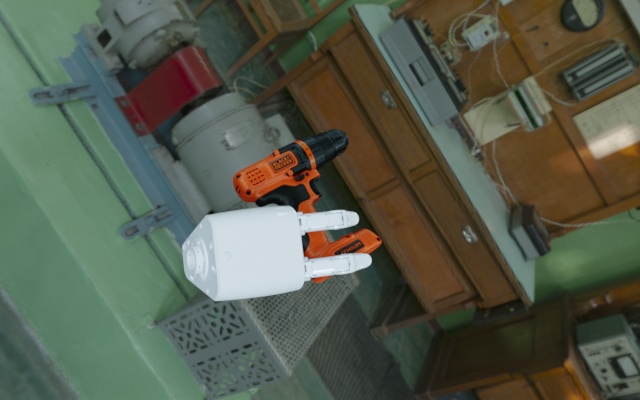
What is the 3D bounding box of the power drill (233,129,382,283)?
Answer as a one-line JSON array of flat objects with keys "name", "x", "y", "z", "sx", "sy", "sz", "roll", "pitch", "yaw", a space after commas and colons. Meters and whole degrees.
[{"name": "power drill", "x": 0.000, "y": 0.003, "z": 0.654, "sx": 0.184, "sy": 0.187, "sz": 0.057, "roll": -29, "pitch": -13, "yaw": -23}]
